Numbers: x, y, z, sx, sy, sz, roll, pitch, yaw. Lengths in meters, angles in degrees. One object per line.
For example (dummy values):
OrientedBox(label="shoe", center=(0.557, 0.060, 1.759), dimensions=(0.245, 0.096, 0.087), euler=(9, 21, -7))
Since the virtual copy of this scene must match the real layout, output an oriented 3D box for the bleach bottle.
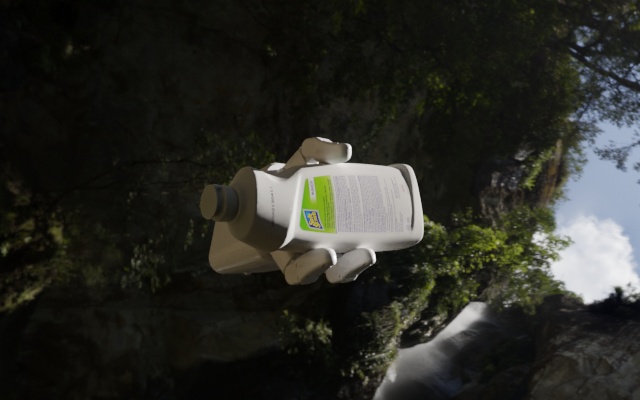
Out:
OrientedBox(label="bleach bottle", center=(0.000, 0.002, 0.477), dimensions=(0.251, 0.102, 0.068), euler=(5, -20, -42))
